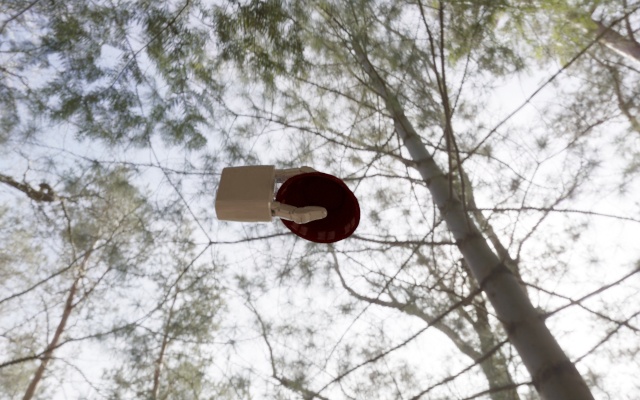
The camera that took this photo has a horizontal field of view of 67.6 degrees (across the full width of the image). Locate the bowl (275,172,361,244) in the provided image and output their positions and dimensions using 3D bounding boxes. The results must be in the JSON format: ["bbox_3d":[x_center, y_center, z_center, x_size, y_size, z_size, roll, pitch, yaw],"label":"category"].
[{"bbox_3d":[0.002,0.003,0.896,0.162,0.162,0.055,0,36,16],"label":"bowl"}]
